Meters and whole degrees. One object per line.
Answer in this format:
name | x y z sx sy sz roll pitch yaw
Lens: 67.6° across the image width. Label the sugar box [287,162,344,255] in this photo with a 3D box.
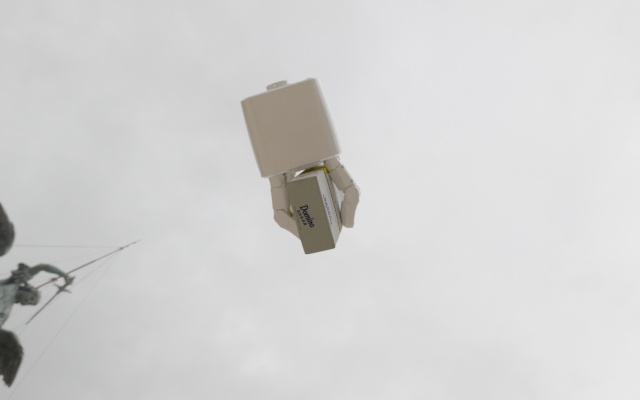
sugar box | 0.000 0.002 0.647 0.048 0.093 0.176 -13 8 13
